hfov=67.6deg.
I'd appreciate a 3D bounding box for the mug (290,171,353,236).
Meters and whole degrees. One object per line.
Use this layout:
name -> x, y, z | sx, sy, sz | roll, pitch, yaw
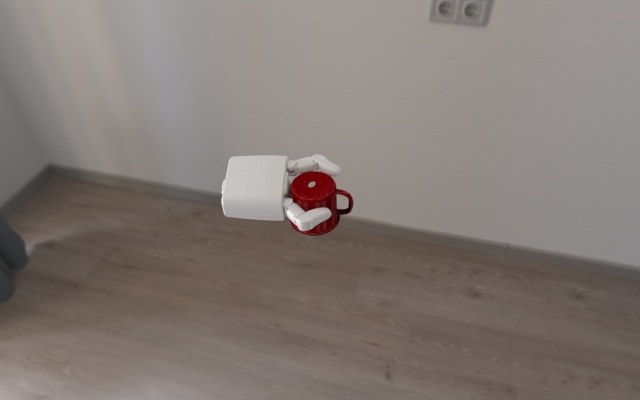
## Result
mug -> 0.002, 0.003, 0.852 | 0.117, 0.082, 0.093 | 3, 43, 6
